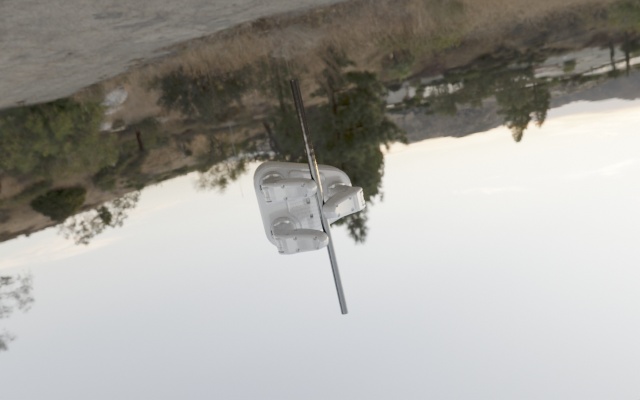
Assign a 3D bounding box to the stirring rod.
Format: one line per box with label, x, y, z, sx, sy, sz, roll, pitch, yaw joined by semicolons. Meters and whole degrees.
stirring rod;0.000;0.001;0.473;0.011;0.239;0.011;-12;11;2
